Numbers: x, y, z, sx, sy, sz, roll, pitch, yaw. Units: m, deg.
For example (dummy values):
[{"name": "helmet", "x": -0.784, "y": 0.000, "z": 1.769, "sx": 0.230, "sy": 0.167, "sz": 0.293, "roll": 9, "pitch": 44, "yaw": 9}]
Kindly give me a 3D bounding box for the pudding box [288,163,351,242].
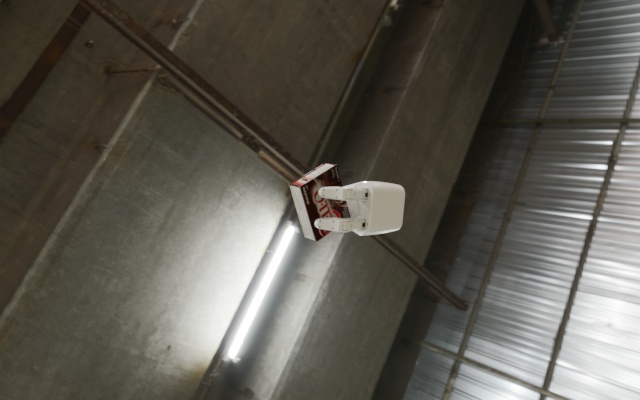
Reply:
[{"name": "pudding box", "x": 0.000, "y": 0.003, "z": 0.843, "sx": 0.090, "sy": 0.113, "sz": 0.039, "roll": -34, "pitch": 28, "yaw": -34}]
